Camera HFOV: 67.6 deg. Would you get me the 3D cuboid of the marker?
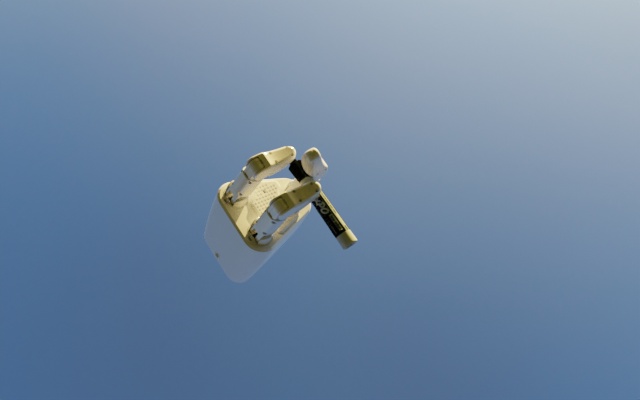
[{"bbox_3d":[0.000,0.002,0.542,0.020,0.121,0.020,-32,-15,-10],"label":"marker"}]
